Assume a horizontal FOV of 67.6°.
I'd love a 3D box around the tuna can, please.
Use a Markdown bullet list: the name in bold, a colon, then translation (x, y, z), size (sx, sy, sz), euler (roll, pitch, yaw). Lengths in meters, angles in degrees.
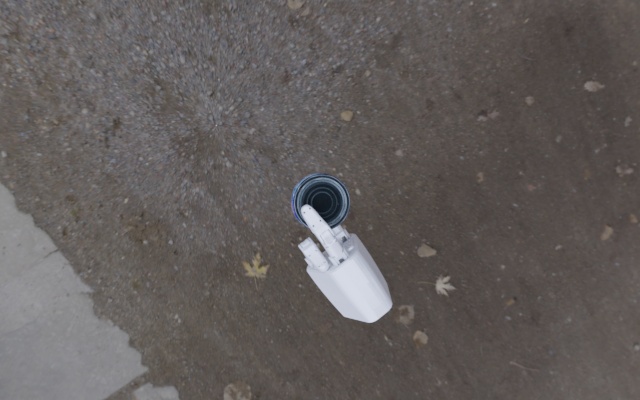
- **tuna can**: translation (0.000, 0.002, 0.707), size (0.086, 0.086, 0.034), euler (0, 4, -9)
